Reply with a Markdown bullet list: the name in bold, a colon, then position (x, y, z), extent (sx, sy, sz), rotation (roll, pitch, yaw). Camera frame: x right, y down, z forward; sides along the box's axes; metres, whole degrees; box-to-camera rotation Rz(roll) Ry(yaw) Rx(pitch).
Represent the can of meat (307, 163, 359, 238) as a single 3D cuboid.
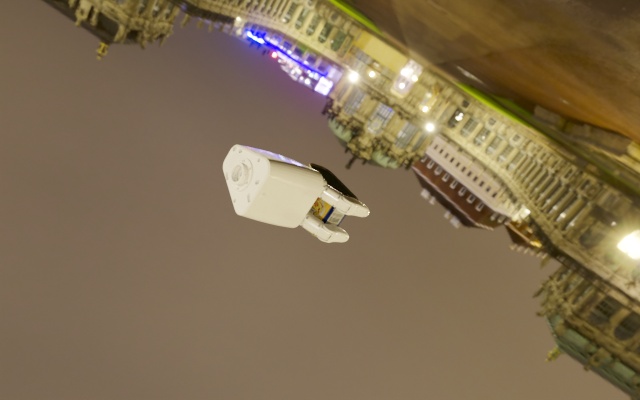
- **can of meat**: position (0.000, 0.003, 0.788), extent (0.057, 0.084, 0.102), rotation (12, 28, -49)
